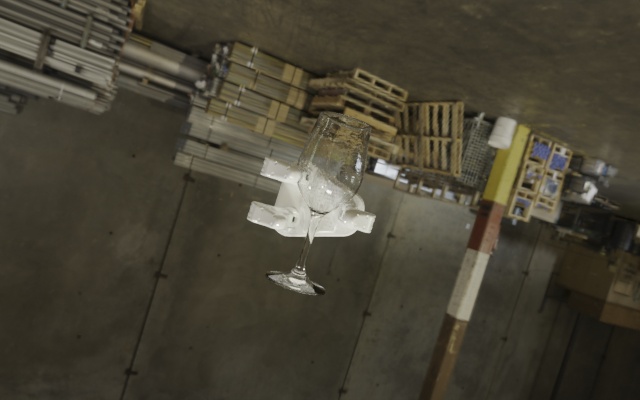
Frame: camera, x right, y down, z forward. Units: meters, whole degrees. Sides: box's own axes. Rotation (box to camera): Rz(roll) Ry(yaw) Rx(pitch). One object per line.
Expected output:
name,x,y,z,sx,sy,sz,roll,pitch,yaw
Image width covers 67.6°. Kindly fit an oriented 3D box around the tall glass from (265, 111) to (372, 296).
tall glass,0.000,0.002,0.554,0.079,0.201,0.079,17,2,-1
